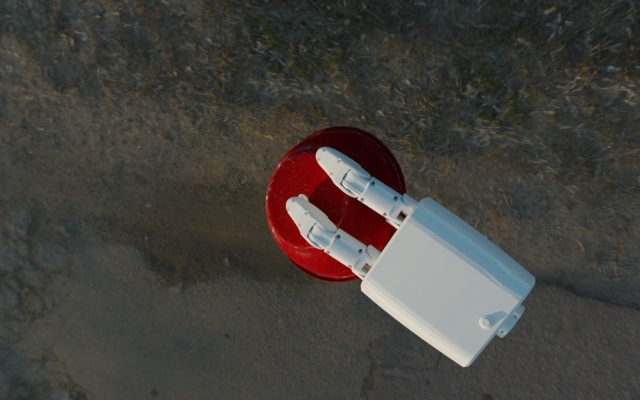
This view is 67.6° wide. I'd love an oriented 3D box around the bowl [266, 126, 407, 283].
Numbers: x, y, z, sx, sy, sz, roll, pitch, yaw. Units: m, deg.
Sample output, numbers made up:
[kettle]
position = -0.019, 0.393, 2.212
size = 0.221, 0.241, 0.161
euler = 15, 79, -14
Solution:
[bowl]
position = -0.001, 0.001, 0.471
size = 0.162, 0.162, 0.055
euler = 0, -4, 33
